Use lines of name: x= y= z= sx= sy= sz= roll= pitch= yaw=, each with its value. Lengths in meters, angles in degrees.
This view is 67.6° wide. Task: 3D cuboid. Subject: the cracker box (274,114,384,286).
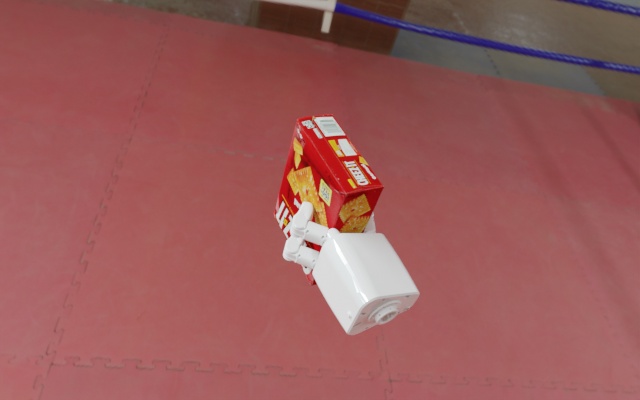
cracker box: x=0.000 y=0.002 z=0.736 sx=0.072 sy=0.164 sz=0.214 roll=-10 pitch=-39 yaw=-27
